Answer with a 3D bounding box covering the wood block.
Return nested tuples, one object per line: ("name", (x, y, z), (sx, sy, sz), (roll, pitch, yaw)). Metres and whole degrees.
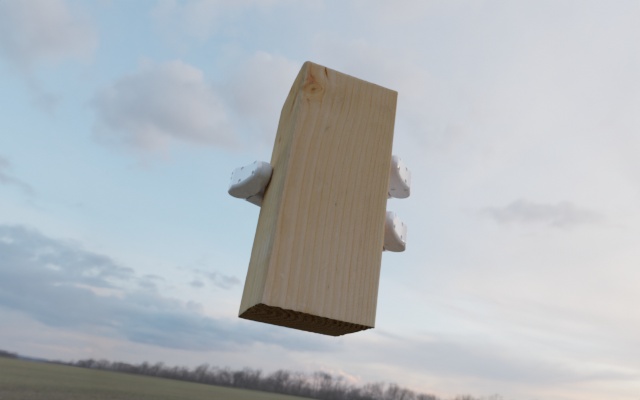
("wood block", (0.000, 0.001, 0.409), (0.091, 0.206, 0.090), (15, -23, -14))
